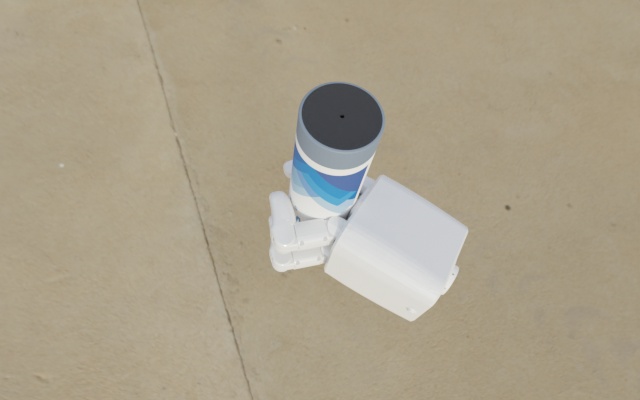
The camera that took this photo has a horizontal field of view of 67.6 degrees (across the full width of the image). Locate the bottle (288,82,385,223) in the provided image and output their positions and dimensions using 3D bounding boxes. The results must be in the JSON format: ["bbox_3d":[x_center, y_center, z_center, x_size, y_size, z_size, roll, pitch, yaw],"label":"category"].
[{"bbox_3d":[0.000,0.001,0.490,0.069,0.069,0.296,0,-26,-7],"label":"bottle"}]
